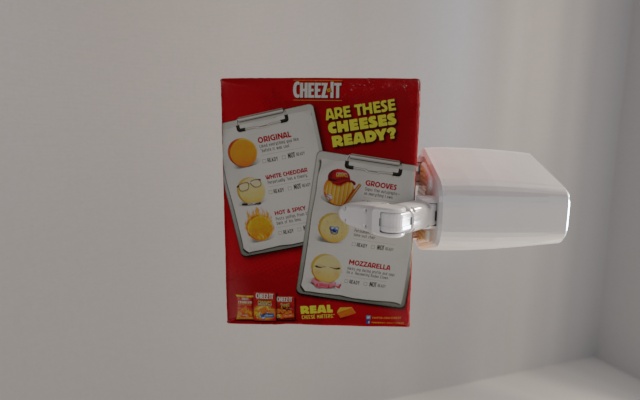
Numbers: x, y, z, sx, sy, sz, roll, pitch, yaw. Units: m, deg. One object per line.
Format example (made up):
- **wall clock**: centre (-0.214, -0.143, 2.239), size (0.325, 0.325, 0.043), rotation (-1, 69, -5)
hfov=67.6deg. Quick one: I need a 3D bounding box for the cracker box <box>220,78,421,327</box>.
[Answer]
- **cracker box**: centre (0.000, 0.002, 0.431), size (0.164, 0.214, 0.072), rotation (1, 10, 2)
